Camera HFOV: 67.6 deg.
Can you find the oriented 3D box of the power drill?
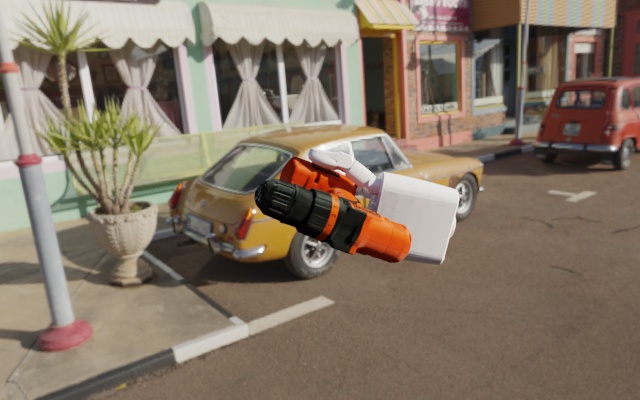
[{"bbox_3d":[0.000,0.002,0.576,0.184,0.057,0.187,23,13,-20],"label":"power drill"}]
